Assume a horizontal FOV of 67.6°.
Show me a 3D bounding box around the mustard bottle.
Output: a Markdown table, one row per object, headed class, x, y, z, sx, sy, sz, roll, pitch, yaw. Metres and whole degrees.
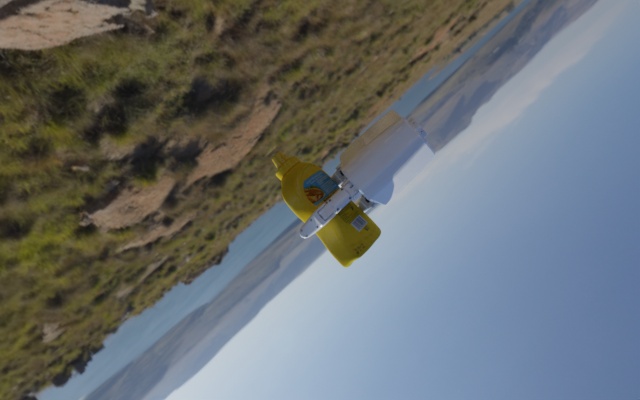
| class | x | y | z | sx | sy | sz | roll | pitch | yaw |
| --- | --- | --- | --- | --- | --- | --- | --- | --- | --- |
| mustard bottle | 0.000 | 0.003 | 0.697 | 0.058 | 0.191 | 0.096 | -45 | -4 | 37 |
